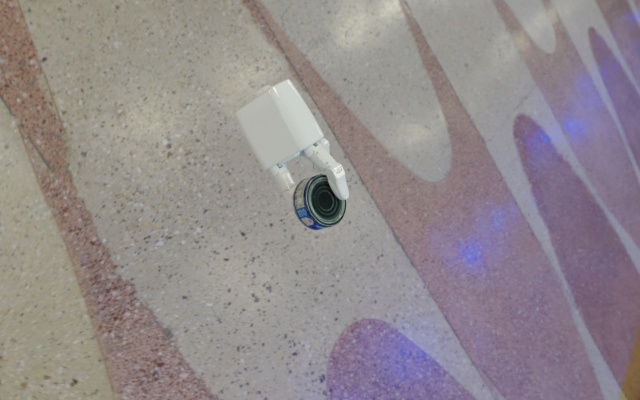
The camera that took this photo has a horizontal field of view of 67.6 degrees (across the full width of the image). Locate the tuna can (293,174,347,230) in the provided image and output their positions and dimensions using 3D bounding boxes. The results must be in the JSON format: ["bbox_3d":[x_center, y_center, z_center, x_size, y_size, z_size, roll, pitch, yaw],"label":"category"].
[{"bbox_3d":[0.001,0.002,0.755,0.086,0.086,0.034,0,-10,-40],"label":"tuna can"}]
